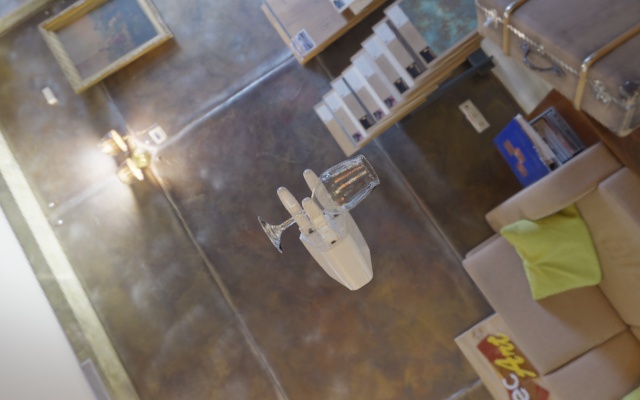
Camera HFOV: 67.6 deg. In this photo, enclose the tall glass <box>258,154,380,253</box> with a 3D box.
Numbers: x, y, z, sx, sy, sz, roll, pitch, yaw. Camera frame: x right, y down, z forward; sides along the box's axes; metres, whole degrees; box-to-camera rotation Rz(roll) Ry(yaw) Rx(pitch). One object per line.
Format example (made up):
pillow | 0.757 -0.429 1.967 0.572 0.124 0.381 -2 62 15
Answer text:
tall glass | -0.001 0.003 0.797 0.201 0.079 0.079 -34 0 0
